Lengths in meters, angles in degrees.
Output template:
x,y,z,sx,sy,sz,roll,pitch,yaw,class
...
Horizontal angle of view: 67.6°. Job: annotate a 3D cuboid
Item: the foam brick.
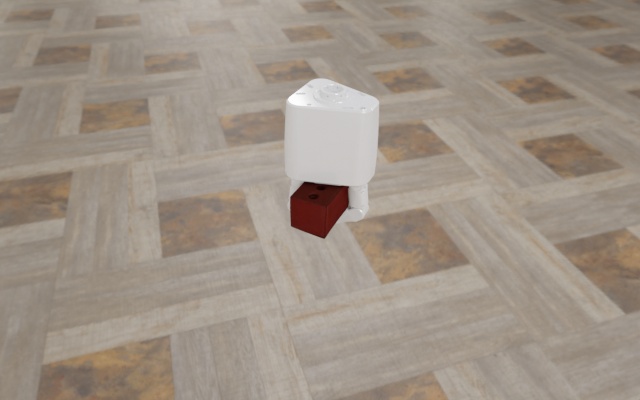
x,y,z,sx,sy,sz,roll,pitch,yaw,class
0.000,0.002,0.632,0.053,0.051,0.078,17,40,19,foam brick
